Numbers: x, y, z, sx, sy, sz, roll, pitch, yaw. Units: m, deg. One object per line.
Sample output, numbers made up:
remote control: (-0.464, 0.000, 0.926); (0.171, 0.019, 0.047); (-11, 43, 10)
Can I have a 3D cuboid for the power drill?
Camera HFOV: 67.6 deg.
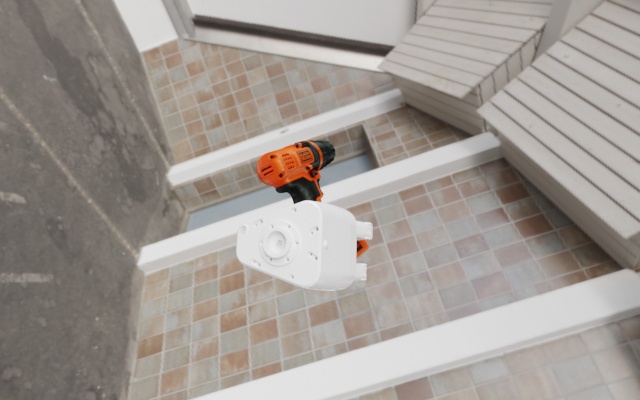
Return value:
power drill: (0.000, 0.003, 0.691); (0.057, 0.187, 0.184); (-27, 0, 32)
